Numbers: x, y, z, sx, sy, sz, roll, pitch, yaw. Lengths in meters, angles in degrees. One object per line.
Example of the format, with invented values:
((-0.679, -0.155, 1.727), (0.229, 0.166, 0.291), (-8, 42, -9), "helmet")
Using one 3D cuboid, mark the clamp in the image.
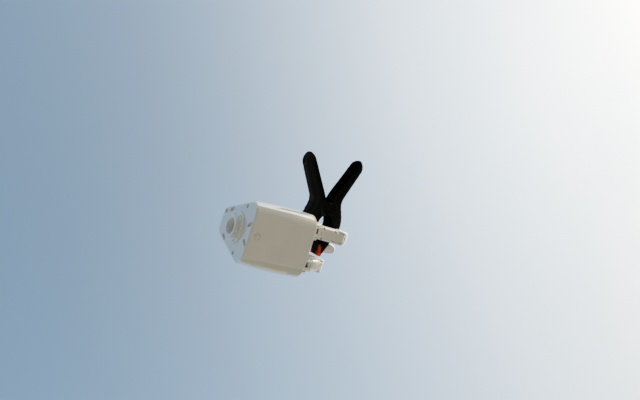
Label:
((0.000, 0.003, 0.771), (0.120, 0.171, 0.039), (18, 1, -35), "clamp")
